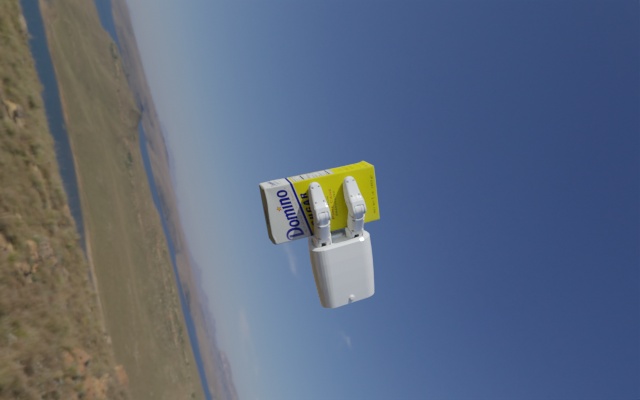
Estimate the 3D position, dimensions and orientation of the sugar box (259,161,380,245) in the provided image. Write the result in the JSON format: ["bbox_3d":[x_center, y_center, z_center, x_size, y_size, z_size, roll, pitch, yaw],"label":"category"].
[{"bbox_3d":[0.000,0.003,0.742,0.176,0.093,0.048,-14,18,-16],"label":"sugar box"}]
